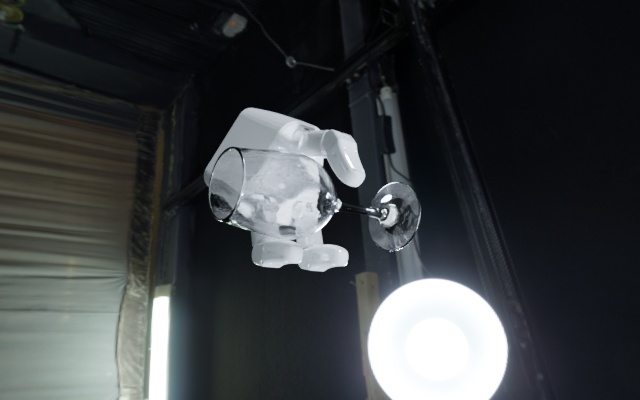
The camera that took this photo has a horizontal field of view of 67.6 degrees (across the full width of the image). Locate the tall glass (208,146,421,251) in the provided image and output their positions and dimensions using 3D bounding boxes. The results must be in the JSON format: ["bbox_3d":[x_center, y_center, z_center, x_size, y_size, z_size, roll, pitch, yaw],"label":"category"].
[{"bbox_3d":[0.001,0.002,0.447,0.201,0.079,0.079,11,-7,-38],"label":"tall glass"}]
